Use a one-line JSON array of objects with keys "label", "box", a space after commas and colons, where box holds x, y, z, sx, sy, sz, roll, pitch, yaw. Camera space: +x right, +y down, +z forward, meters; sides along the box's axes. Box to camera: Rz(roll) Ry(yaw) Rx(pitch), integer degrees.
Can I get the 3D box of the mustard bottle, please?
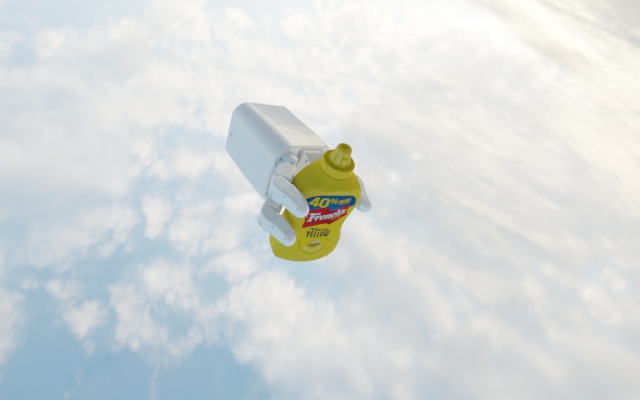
[{"label": "mustard bottle", "box": [0.000, 0.002, 0.619, 0.096, 0.058, 0.192, 0, -43, -24]}]
